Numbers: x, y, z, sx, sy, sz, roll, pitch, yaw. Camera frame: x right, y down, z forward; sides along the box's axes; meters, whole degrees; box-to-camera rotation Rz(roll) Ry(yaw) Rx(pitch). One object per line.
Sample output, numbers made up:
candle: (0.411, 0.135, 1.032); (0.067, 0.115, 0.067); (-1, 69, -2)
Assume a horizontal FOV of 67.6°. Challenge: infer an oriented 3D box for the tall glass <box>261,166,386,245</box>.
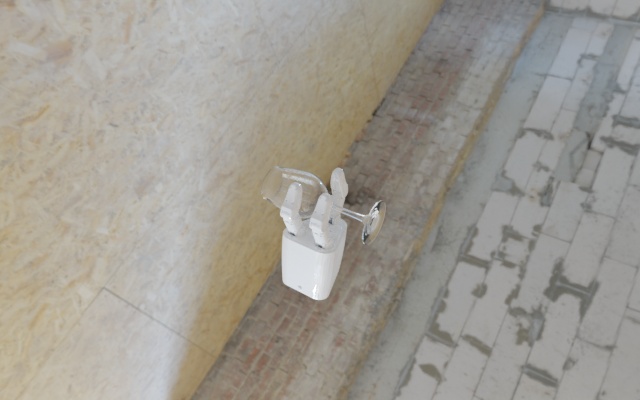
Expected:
tall glass: (0.001, 0.003, 0.781); (0.201, 0.079, 0.079); (22, 10, 25)
